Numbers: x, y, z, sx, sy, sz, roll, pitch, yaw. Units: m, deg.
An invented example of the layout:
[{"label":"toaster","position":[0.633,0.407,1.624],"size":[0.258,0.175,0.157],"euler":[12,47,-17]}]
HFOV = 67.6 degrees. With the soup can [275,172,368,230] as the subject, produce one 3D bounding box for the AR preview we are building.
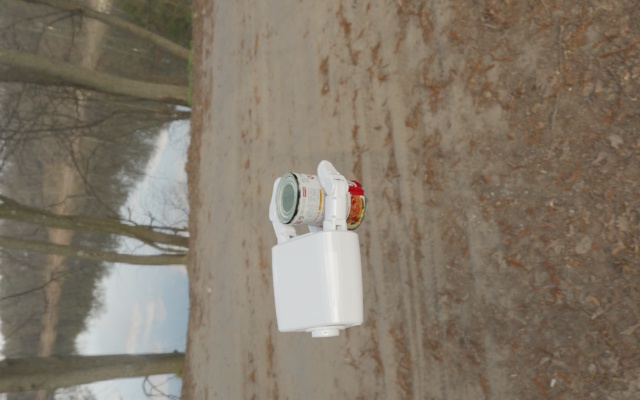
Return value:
[{"label":"soup can","position":[0.000,0.001,0.621],"size":[0.102,0.068,0.068],"euler":[6,-3,-29]}]
